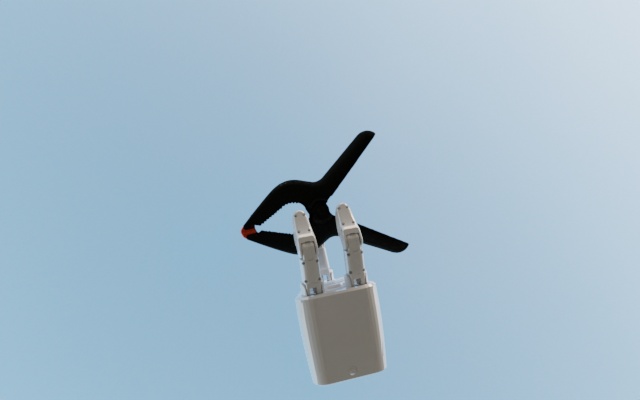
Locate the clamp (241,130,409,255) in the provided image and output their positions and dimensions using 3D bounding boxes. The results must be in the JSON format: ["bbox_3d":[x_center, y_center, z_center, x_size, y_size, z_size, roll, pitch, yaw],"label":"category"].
[{"bbox_3d":[-0.001,0.002,0.609,0.210,0.164,0.036,-10,-3,-11],"label":"clamp"}]
